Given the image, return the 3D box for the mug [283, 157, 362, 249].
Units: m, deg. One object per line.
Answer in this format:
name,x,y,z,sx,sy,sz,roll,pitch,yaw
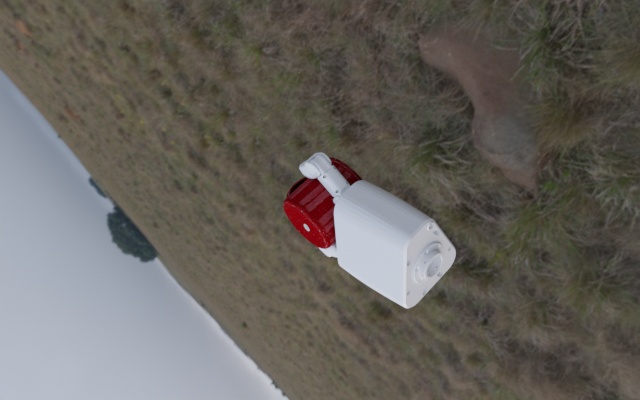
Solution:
mug,-0.001,0.002,0.611,0.081,0.093,0.117,-42,45,-19
